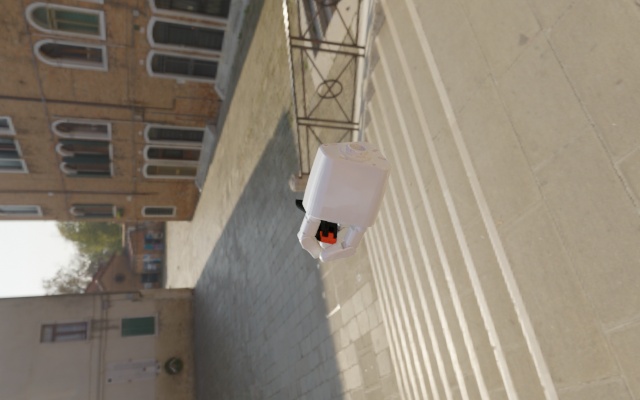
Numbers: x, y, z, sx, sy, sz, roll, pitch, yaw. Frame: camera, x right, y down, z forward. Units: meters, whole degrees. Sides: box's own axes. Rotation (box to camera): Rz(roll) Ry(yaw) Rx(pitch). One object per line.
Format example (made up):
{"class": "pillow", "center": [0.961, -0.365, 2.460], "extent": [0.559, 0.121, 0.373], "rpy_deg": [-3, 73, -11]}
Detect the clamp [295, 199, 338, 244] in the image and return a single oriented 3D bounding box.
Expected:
{"class": "clamp", "center": [0.000, 0.003, 0.834], "extent": [0.039, 0.120, 0.171], "rpy_deg": [3, 32, -23]}
